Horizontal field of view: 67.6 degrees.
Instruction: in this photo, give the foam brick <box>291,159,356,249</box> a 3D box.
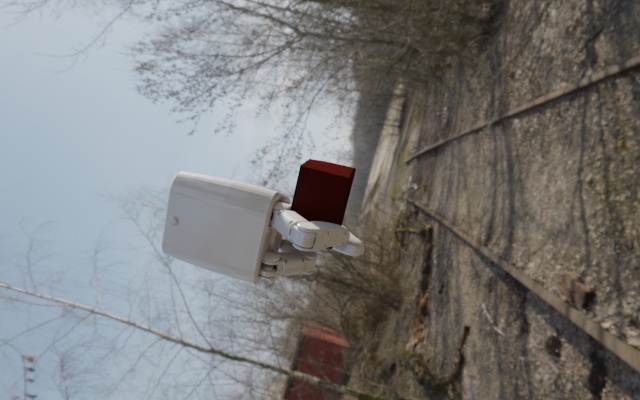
[{"bbox_3d":[0.000,0.001,0.491,0.051,0.078,0.053,16,15,7],"label":"foam brick"}]
